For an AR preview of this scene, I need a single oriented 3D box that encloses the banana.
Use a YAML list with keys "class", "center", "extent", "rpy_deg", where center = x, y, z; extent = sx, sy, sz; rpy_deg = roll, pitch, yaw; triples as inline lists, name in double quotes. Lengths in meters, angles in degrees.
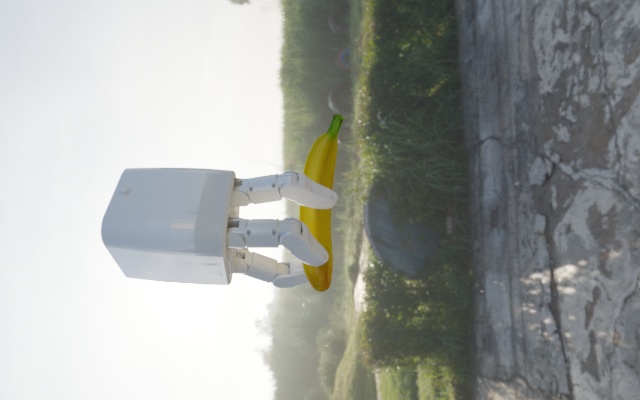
- class: "banana"
  center: [-0.003, 0.006, 0.516]
  extent: [0.037, 0.197, 0.070]
  rpy_deg: [7, -23, -7]
